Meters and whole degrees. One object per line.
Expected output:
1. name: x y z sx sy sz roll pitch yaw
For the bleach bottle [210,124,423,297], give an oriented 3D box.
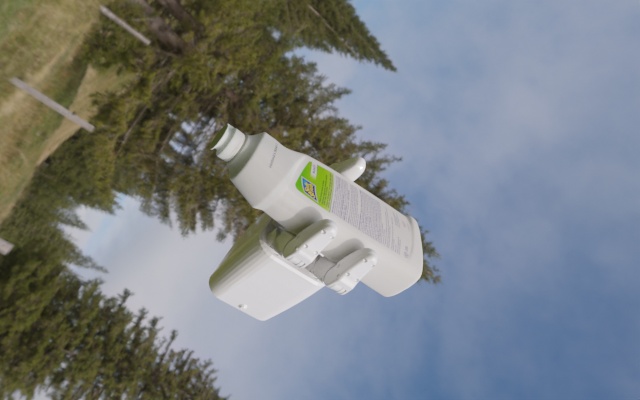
1. bleach bottle: 0.000 0.002 0.495 0.251 0.102 0.068 36 -56 -25
